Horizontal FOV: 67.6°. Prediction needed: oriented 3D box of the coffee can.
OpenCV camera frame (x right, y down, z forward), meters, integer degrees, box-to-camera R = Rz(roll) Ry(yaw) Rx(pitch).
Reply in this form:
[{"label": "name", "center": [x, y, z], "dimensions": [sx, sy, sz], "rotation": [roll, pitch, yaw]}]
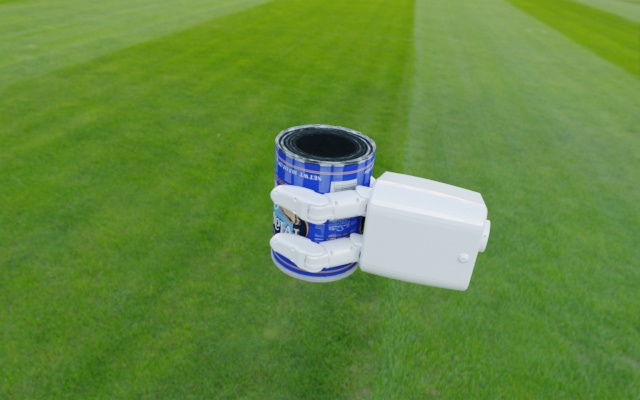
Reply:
[{"label": "coffee can", "center": [0.000, 0.002, 0.516], "dimensions": [0.103, 0.140, 0.102], "rotation": [4, 29, -2]}]
